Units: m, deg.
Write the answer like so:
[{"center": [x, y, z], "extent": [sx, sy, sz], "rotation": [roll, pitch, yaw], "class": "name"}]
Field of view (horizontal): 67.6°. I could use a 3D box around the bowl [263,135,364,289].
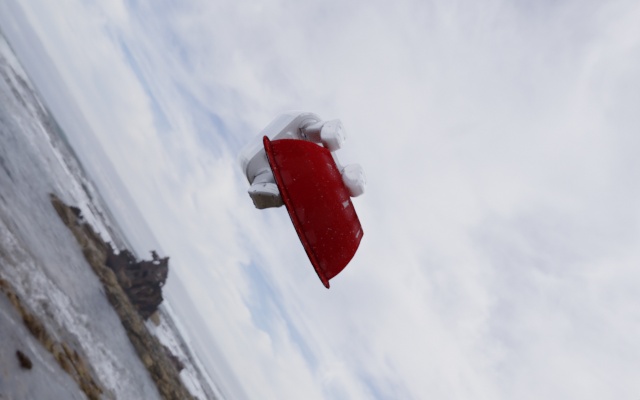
[{"center": [0.001, 0.002, 0.467], "extent": [0.055, 0.162, 0.162], "rotation": [-23, -1, 2], "class": "bowl"}]
